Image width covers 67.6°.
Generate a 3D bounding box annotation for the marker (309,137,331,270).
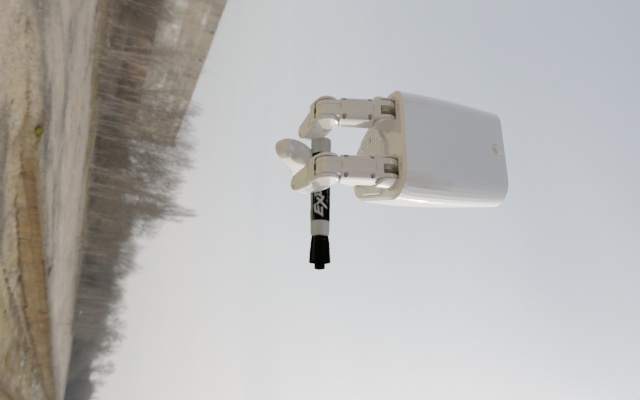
[{"bbox_3d":[0.000,0.001,0.429,0.020,0.121,0.020,1,-18,0],"label":"marker"}]
